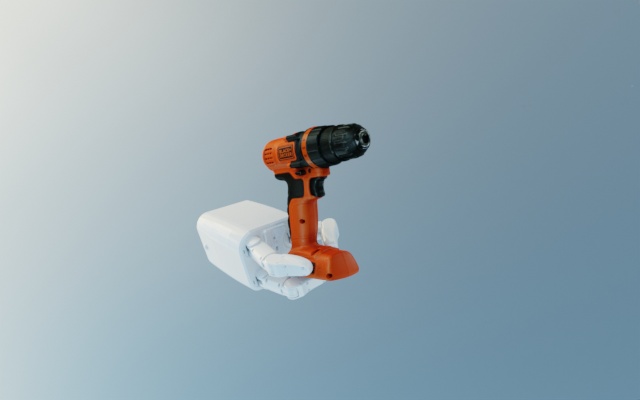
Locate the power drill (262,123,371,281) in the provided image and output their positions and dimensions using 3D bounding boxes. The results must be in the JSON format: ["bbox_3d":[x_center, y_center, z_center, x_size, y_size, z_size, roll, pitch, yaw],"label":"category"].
[{"bbox_3d":[0.000,0.002,0.599,0.057,0.187,0.184,-8,3,-38],"label":"power drill"}]
